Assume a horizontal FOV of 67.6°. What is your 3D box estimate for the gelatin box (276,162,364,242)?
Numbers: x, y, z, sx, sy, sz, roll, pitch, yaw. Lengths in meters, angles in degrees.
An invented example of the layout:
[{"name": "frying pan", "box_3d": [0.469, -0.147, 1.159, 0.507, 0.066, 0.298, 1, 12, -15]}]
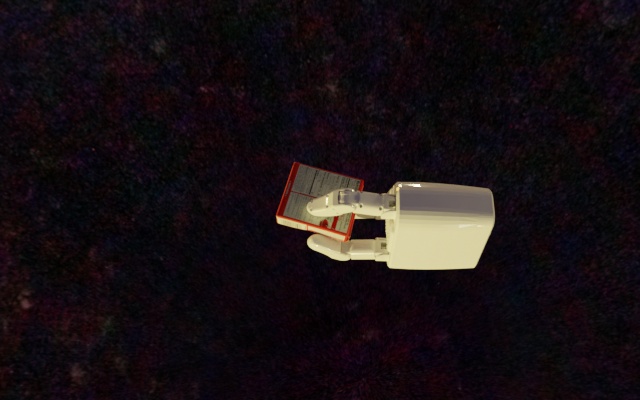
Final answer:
[{"name": "gelatin box", "box_3d": [0.000, 0.002, 0.567, 0.089, 0.073, 0.030, 15, -20, 3]}]
